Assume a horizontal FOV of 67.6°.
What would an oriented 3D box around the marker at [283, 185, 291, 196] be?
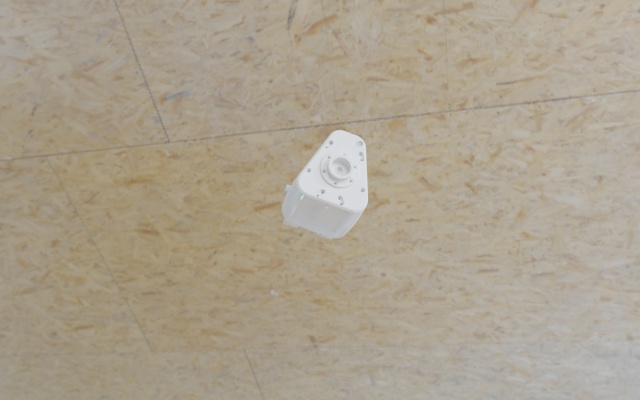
[{"bbox_3d":[0.000,0.003,0.766,0.121,0.020,0.020,19,-2,-5],"label":"marker"}]
